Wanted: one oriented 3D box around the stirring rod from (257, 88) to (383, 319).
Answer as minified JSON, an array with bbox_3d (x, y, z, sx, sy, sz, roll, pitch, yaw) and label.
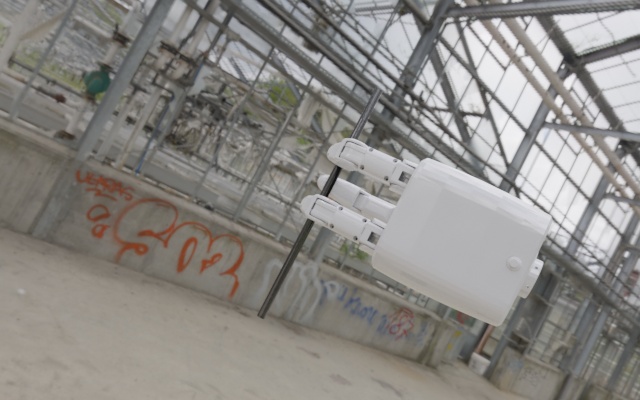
[{"bbox_3d":[0.000,0.002,0.448,0.011,0.239,0.011,27,-3,1],"label":"stirring rod"}]
